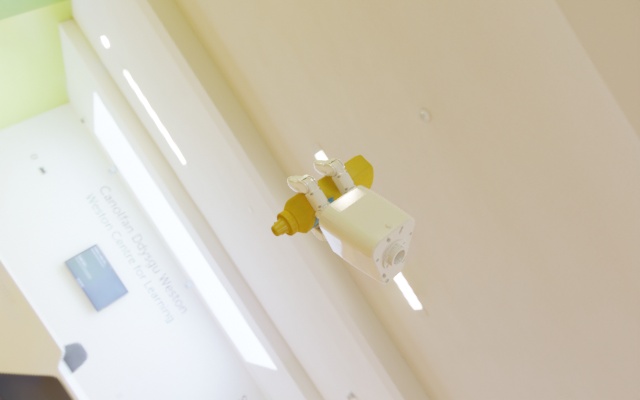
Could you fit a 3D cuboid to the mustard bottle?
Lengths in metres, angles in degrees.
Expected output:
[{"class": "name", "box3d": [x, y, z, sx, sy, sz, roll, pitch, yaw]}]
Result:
[{"class": "mustard bottle", "box3d": [0.000, 0.002, 0.777, 0.191, 0.058, 0.096, -33, -18, -28]}]
